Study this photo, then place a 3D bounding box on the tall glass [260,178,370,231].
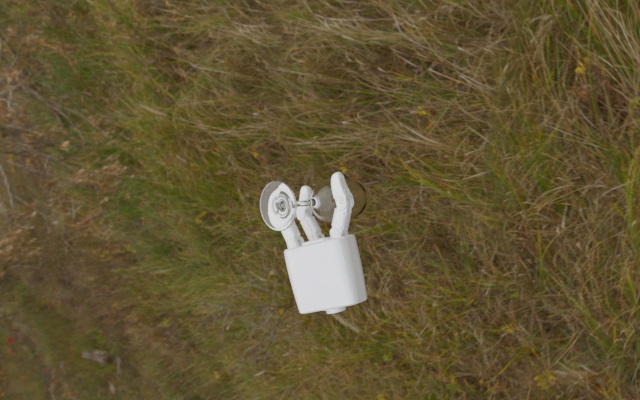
[{"bbox_3d":[0.000,0.002,0.775,0.079,0.079,0.201,0,4,40],"label":"tall glass"}]
